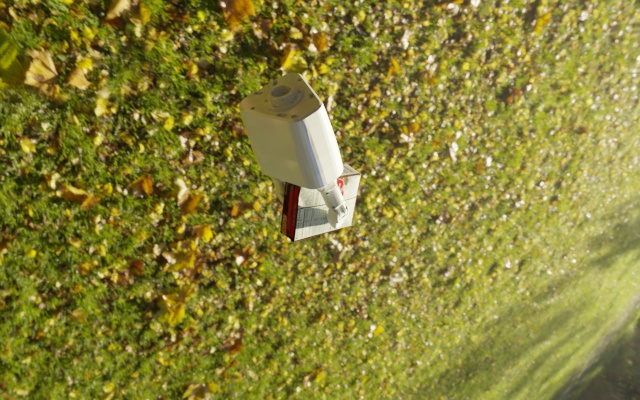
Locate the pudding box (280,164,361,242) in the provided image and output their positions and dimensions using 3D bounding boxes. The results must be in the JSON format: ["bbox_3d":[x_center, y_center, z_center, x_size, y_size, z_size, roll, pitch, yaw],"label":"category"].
[{"bbox_3d":[0.000,0.002,0.675,0.113,0.090,0.039,-11,32,-36],"label":"pudding box"}]
